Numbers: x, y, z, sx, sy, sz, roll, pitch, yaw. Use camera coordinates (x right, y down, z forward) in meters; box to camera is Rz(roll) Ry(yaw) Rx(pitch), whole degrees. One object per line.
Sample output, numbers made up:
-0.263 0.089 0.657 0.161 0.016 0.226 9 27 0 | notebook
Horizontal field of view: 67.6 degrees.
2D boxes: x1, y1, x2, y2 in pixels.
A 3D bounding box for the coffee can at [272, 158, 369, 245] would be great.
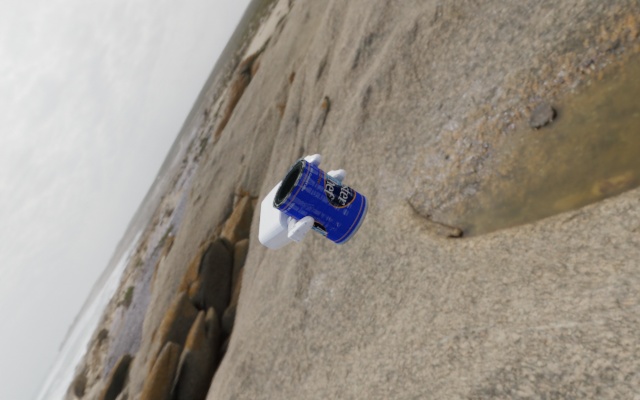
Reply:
0.000 0.003 0.856 0.140 0.103 0.103 31 -10 -17 | coffee can
